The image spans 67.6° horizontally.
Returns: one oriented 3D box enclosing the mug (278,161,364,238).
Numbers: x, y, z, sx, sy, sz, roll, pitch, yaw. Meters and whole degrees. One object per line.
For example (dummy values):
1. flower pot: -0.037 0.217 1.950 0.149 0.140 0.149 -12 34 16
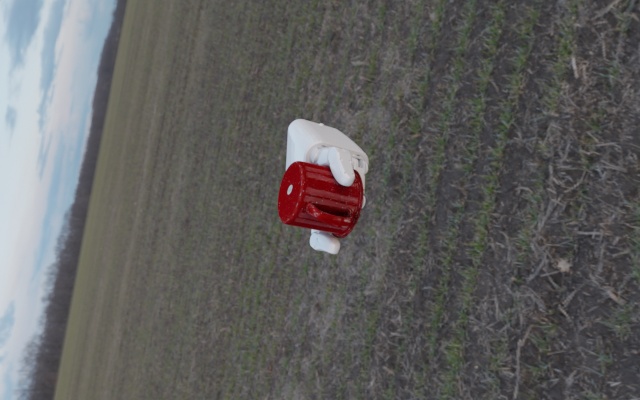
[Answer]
1. mug: 0.000 0.003 0.596 0.081 0.093 0.117 11 23 -24
